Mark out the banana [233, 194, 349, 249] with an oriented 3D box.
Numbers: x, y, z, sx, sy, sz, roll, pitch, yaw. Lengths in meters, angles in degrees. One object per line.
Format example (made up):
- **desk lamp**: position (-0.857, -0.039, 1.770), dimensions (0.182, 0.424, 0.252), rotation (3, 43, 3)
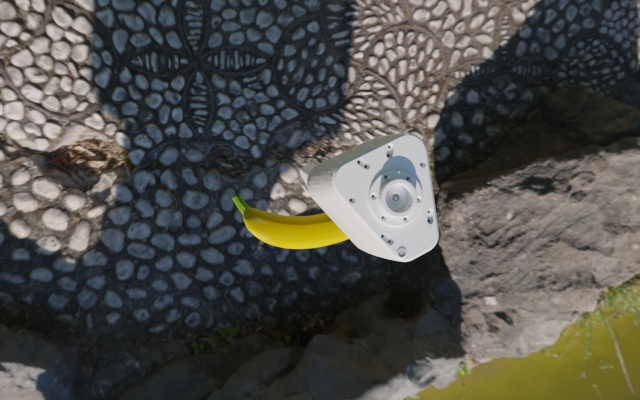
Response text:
- **banana**: position (-0.002, 0.021, 0.559), dimensions (0.198, 0.069, 0.037), rotation (-3, -5, -6)
